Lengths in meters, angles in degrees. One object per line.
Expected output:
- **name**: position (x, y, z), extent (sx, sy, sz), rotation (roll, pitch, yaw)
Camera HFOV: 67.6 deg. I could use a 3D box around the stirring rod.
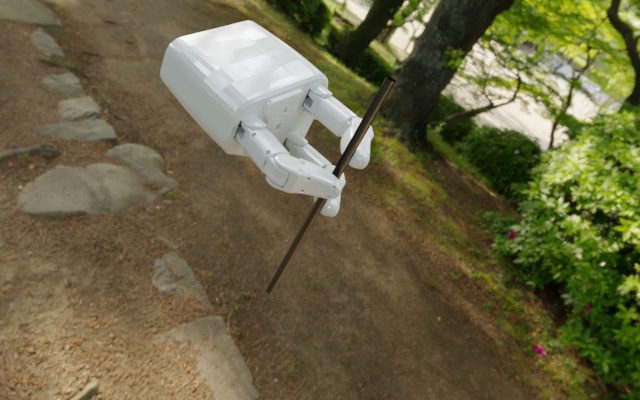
- **stirring rod**: position (0.000, 0.001, 0.405), extent (0.011, 0.240, 0.011), rotation (20, 34, -14)
